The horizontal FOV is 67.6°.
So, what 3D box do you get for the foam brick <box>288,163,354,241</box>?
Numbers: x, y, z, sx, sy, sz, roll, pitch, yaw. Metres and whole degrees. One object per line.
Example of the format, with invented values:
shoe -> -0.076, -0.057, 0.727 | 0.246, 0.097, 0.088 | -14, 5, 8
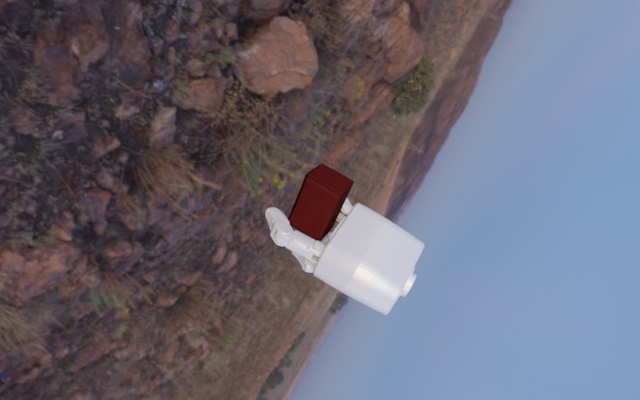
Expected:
foam brick -> 0.000, 0.002, 0.612 | 0.051, 0.078, 0.053 | 30, 32, 10
